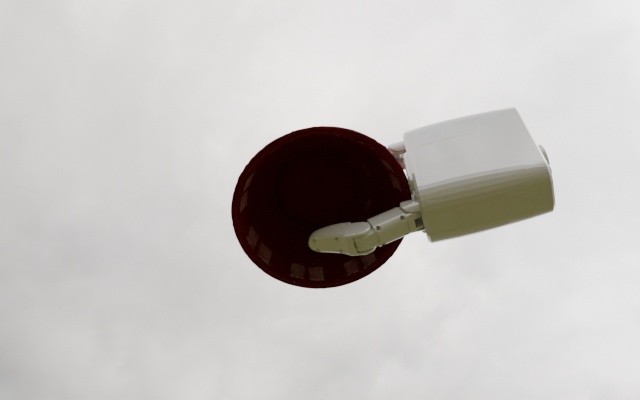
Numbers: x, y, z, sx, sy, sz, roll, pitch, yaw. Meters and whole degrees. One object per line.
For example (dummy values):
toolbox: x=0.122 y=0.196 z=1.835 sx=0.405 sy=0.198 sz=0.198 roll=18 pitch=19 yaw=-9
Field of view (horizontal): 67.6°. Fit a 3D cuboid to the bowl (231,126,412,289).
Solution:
bowl: x=-0.001 y=0.001 z=0.447 sx=0.162 sy=0.162 sz=0.055 roll=0 pitch=25 yaw=-6
